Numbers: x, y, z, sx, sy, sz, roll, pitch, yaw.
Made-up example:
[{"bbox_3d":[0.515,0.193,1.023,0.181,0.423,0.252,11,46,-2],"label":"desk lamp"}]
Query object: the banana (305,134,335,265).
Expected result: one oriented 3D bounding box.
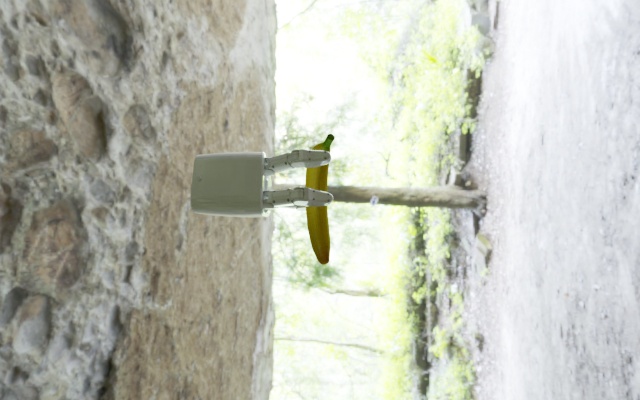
[{"bbox_3d":[-0.003,-0.002,0.743,0.037,0.198,0.069,0,4,-11],"label":"banana"}]
